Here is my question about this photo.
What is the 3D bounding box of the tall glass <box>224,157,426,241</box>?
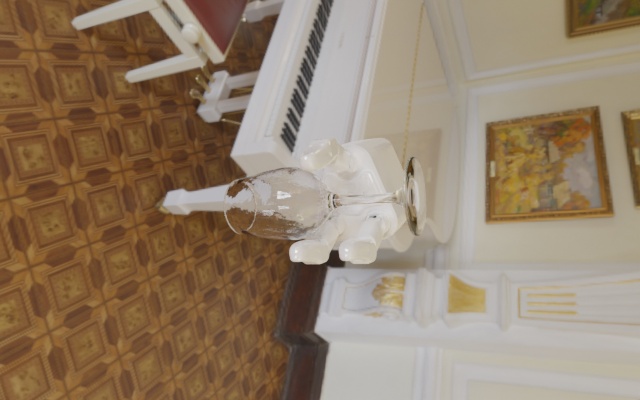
[{"bbox_3d":[0.001,0.002,0.488,0.201,0.079,0.079,-3,-2,26],"label":"tall glass"}]
